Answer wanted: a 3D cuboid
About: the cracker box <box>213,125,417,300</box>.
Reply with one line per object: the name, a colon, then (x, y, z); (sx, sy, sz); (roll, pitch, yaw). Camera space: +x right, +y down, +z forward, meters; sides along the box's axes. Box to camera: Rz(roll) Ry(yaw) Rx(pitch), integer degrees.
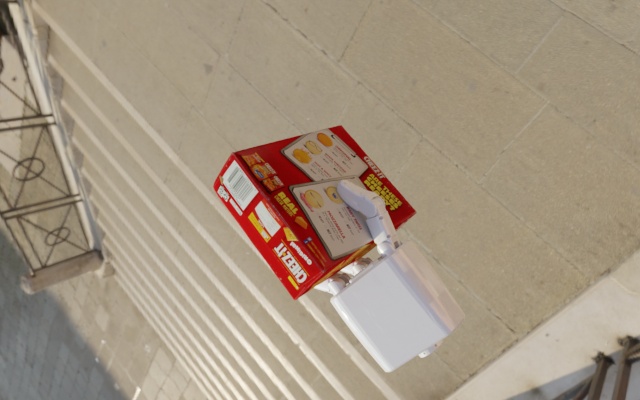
cracker box: (0.000, 0.002, 0.588); (0.213, 0.164, 0.072); (-24, -19, -50)
